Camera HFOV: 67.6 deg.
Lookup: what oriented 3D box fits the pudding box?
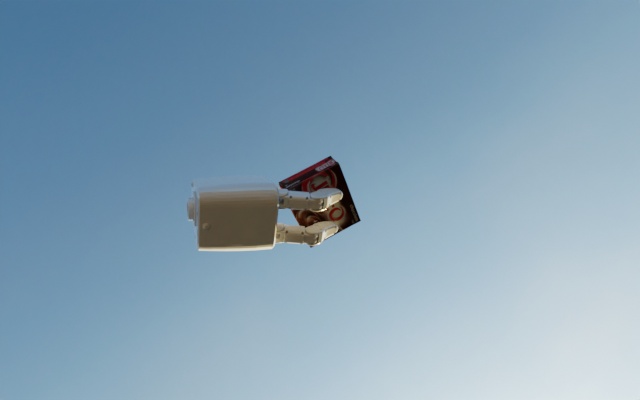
[{"bbox_3d":[0.000,0.002,0.713,0.090,0.114,0.039,-28,35,-6],"label":"pudding box"}]
